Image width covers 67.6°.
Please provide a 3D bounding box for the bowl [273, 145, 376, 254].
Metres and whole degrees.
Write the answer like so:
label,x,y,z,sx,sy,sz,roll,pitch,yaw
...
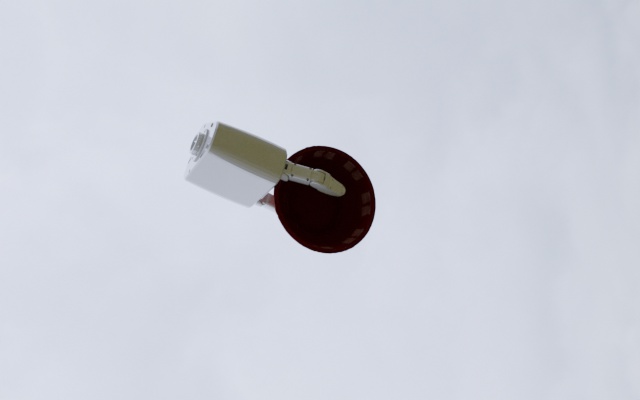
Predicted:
label,x,y,z,sx,sy,sz,roll,pitch,yaw
bowl,0.001,0.003,0.717,0.162,0.162,0.055,0,-13,-22
